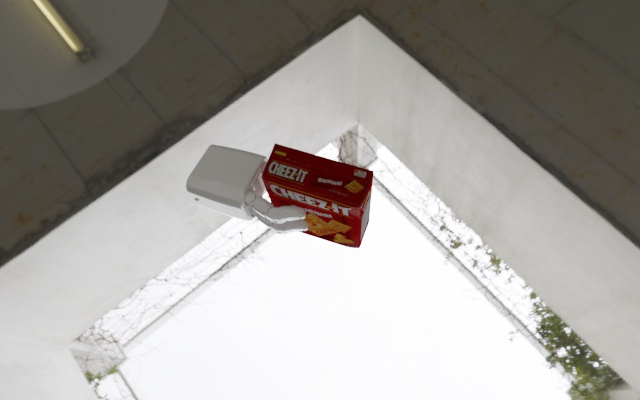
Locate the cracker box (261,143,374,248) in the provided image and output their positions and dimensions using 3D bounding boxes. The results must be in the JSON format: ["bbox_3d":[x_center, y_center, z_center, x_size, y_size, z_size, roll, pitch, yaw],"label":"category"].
[{"bbox_3d":[0.000,0.003,0.815,0.164,0.072,0.214,16,-21,10],"label":"cracker box"}]
